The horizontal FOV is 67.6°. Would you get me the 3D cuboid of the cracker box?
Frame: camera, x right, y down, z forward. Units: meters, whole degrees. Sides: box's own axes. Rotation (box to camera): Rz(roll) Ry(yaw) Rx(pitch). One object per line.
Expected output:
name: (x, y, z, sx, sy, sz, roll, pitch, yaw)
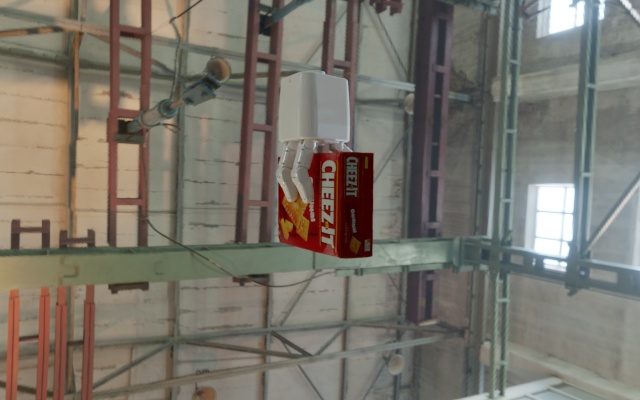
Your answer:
cracker box: (0.000, 0.003, 0.813, 0.072, 0.164, 0.213, -2, 4, -30)
